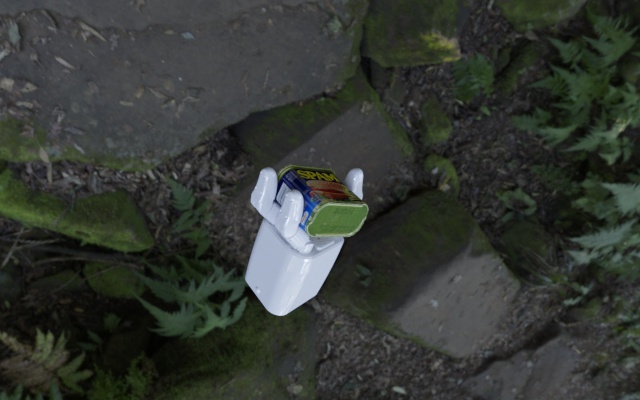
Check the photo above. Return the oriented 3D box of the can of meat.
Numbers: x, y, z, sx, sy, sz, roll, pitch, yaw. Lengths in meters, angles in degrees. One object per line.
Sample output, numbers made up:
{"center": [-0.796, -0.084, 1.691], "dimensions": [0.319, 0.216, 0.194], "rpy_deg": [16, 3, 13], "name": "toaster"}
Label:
{"center": [0.000, 0.002, 0.610], "dimensions": [0.102, 0.057, 0.084], "rpy_deg": [3, 32, -45], "name": "can of meat"}
